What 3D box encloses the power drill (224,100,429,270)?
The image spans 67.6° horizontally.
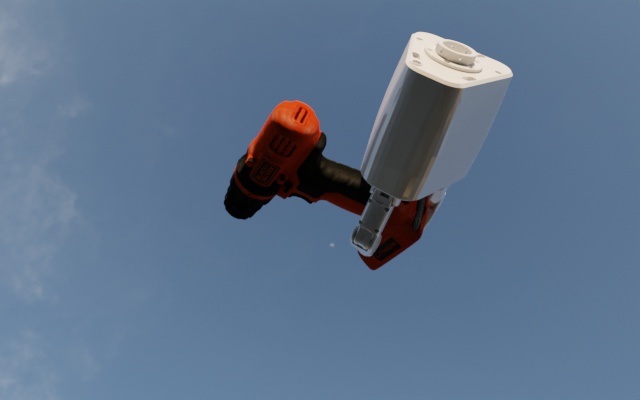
[{"bbox_3d":[0.001,0.002,0.496,0.188,0.057,0.184,28,-37,-12],"label":"power drill"}]
